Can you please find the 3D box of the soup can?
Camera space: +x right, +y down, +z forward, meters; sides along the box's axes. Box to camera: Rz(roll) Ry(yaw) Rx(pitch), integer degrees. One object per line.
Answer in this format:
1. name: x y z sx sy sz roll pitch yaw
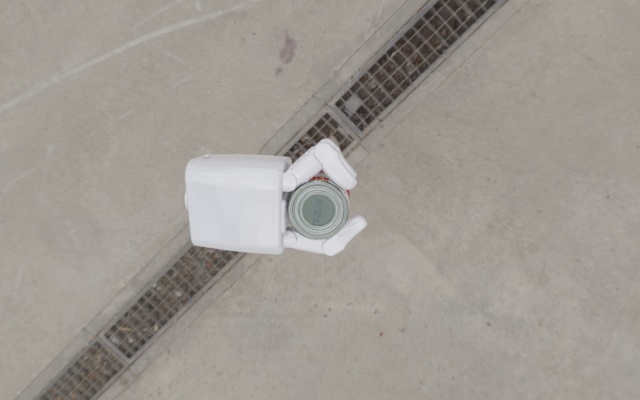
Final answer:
1. soup can: 0.001 0.002 0.559 0.068 0.068 0.102 0 10 4
